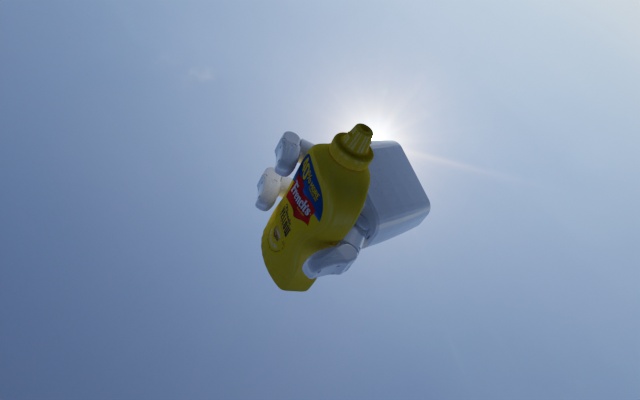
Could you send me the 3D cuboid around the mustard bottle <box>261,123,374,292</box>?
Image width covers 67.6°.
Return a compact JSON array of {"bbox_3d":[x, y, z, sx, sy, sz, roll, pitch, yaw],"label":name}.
[{"bbox_3d":[0.000,0.002,0.477,0.058,0.096,0.192,10,-47,-27],"label":"mustard bottle"}]
